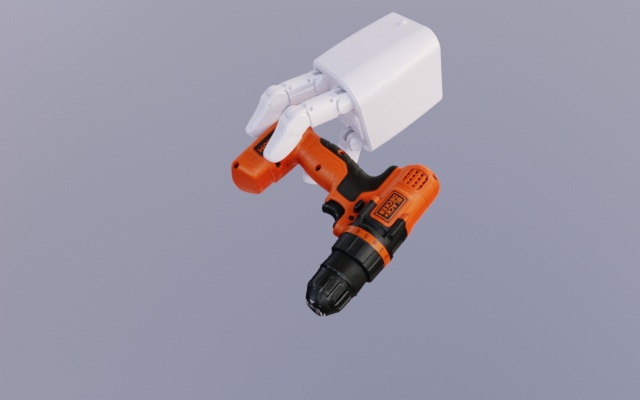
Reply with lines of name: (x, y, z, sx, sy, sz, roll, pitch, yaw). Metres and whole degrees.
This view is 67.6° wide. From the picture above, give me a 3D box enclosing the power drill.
power drill: (0.000, 0.001, 0.487, 0.187, 0.184, 0.057, 35, -25, 21)
